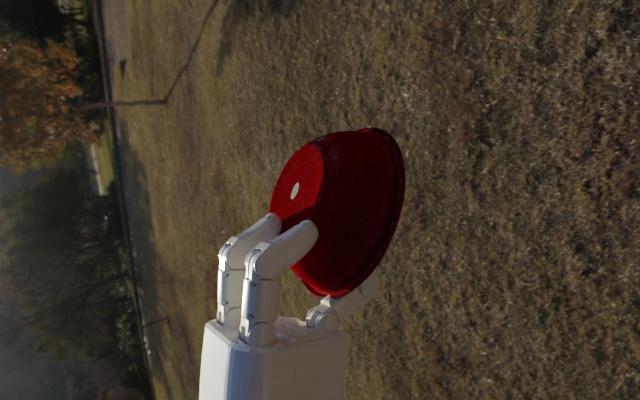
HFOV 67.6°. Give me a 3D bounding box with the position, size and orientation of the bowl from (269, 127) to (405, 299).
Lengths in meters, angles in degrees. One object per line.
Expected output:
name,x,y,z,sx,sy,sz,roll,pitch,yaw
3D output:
bowl,0.000,0.000,0.421,0.055,0.162,0.162,21,-10,-29
